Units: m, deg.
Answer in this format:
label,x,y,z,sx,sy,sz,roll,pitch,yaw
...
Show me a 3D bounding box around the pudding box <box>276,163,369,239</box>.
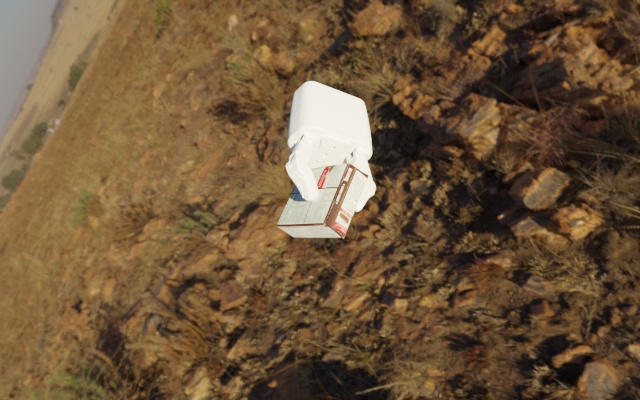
label,x,y,z,sx,sy,sz,roll,pitch,yaw
pudding box,0.000,0.002,0.617,0.039,0.090,0.113,33,-21,-29
